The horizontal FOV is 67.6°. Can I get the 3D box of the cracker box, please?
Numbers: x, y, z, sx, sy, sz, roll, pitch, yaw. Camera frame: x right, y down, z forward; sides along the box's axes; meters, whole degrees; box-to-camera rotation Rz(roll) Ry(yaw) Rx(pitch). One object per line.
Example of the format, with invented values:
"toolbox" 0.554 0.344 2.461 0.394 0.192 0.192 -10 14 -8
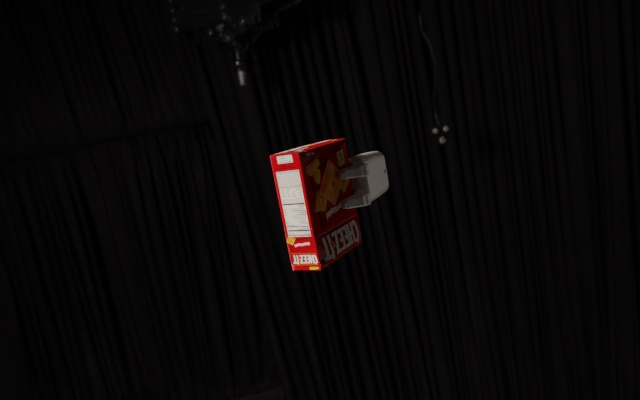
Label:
"cracker box" 0.000 0.003 0.885 0.072 0.214 0.164 -4 11 34
